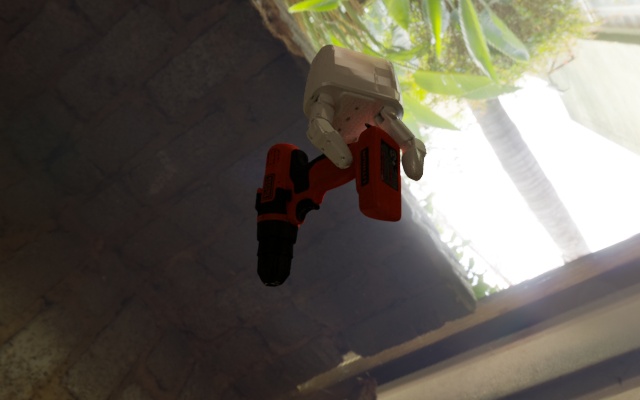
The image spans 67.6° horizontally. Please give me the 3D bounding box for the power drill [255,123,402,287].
[{"bbox_3d":[0.000,0.001,0.553,0.187,0.184,0.057,-13,-25,36],"label":"power drill"}]
